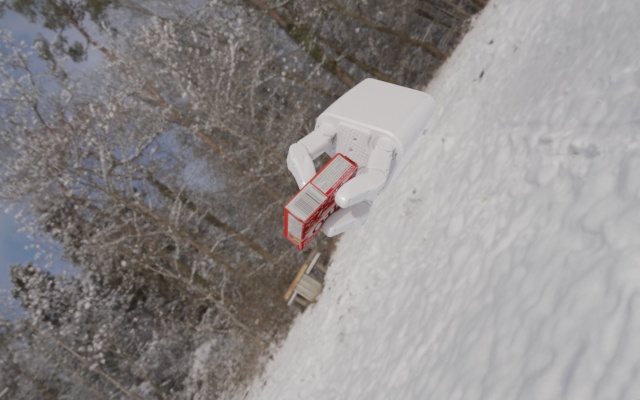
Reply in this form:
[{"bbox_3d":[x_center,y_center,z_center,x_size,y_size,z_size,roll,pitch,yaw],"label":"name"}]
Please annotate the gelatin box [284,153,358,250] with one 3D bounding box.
[{"bbox_3d":[0.000,0.002,0.507,0.030,0.089,0.073,38,-24,14],"label":"gelatin box"}]
